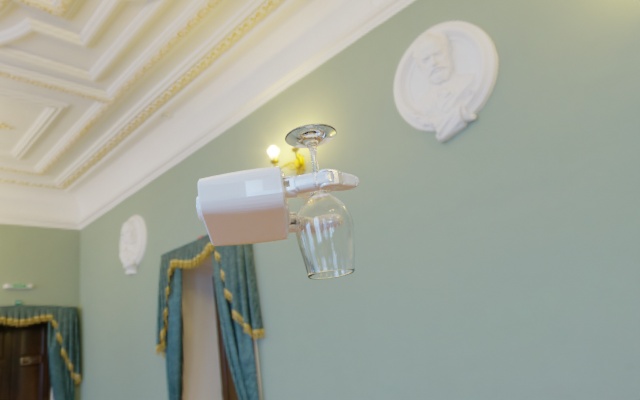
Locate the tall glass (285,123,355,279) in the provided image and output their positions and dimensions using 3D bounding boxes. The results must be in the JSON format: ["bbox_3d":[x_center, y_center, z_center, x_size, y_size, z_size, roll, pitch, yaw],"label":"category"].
[{"bbox_3d":[0.000,0.001,0.648,0.079,0.201,0.079,-8,-17,-3],"label":"tall glass"}]
